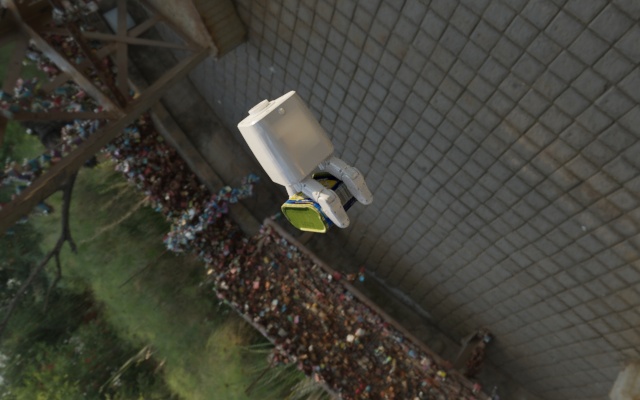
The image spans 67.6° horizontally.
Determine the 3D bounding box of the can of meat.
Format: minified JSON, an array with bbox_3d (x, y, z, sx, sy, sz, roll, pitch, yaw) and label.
[{"bbox_3d":[0.000,0.003,0.742,0.084,0.057,0.102,-44,24,-27],"label":"can of meat"}]
